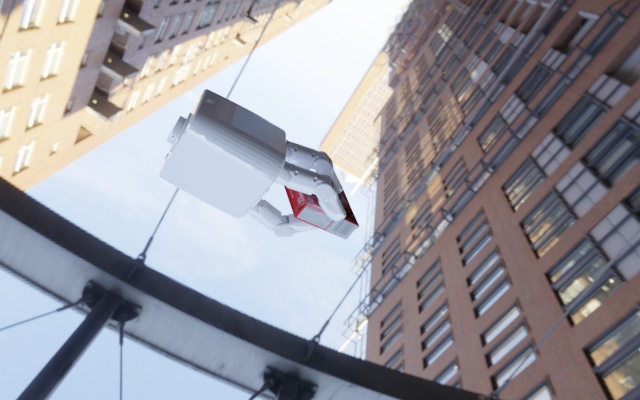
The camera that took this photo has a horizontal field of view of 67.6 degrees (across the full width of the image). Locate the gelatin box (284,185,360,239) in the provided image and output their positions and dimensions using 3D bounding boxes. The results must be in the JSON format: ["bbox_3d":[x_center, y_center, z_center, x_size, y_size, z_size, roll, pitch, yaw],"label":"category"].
[{"bbox_3d":[0.000,0.002,0.597,0.089,0.030,0.073,25,28,-34],"label":"gelatin box"}]
